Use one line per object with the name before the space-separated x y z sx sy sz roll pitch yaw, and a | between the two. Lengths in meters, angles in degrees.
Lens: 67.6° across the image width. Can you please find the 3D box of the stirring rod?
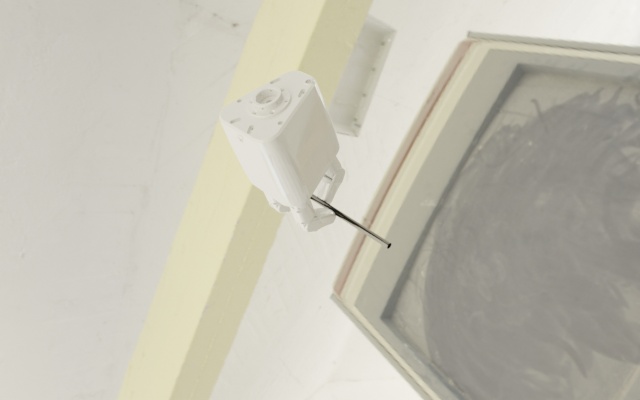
stirring rod | 0.000 0.002 0.643 0.239 0.011 0.011 32 20 36
